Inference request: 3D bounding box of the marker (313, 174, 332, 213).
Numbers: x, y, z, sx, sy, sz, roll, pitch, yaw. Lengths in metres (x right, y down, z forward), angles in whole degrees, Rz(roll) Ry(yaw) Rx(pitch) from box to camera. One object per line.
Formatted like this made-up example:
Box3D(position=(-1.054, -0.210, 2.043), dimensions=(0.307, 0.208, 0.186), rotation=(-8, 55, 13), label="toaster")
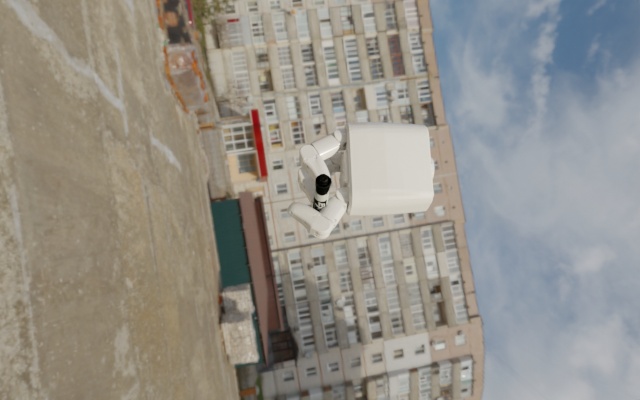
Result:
Box3D(position=(0.000, 0.002, 0.591), dimensions=(0.020, 0.020, 0.121), rotation=(0, -27, -4), label="marker")
